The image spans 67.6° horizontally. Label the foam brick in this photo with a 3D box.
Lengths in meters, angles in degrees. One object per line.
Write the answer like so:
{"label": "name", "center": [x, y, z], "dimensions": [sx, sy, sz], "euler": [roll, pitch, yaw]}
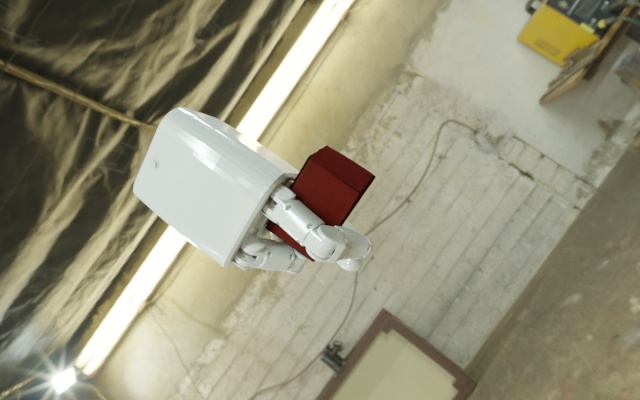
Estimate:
{"label": "foam brick", "center": [0.000, 0.001, 0.403], "dimensions": [0.051, 0.078, 0.053], "euler": [36, 24, 6]}
